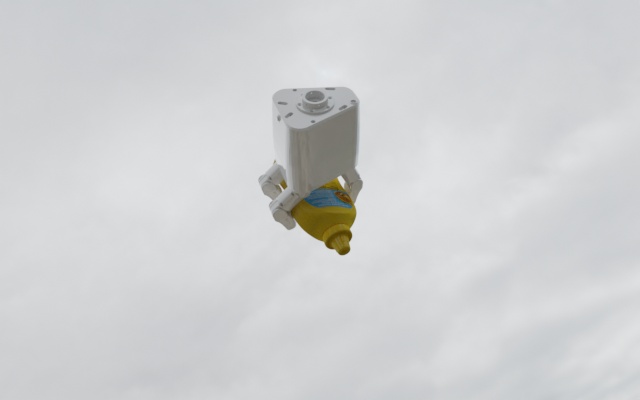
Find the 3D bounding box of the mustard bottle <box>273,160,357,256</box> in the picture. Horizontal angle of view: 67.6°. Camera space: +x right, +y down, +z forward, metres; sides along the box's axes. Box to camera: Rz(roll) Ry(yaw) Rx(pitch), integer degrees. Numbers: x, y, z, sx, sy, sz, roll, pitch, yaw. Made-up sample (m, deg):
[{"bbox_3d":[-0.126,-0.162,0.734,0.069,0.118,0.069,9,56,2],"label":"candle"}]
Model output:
[{"bbox_3d":[0.000,0.002,0.698,0.096,0.058,0.191,3,41,-31],"label":"mustard bottle"}]
